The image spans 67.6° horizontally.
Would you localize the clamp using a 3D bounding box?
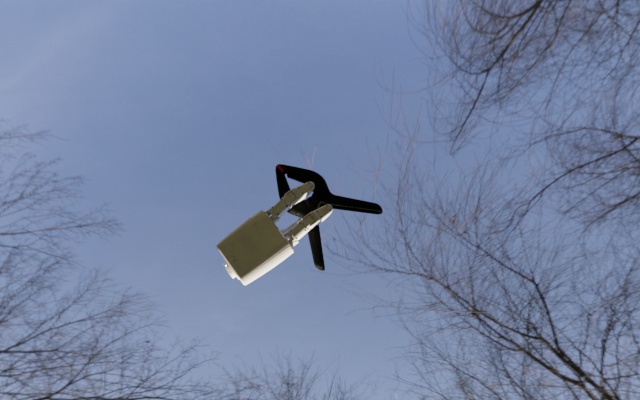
[{"bbox_3d":[0.000,0.003,0.887,0.164,0.210,0.036,-36,-15,-15],"label":"clamp"}]
